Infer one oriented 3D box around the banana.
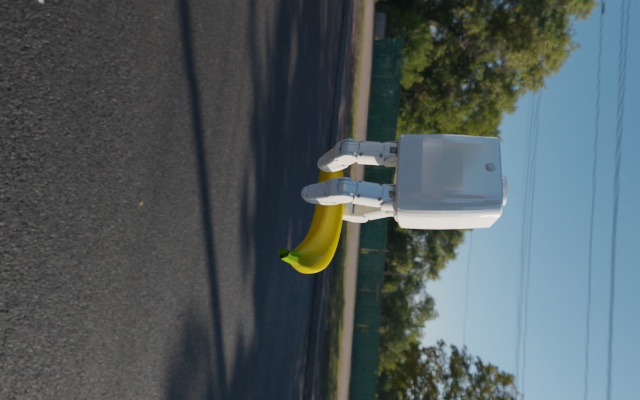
[{"bbox_3d":[0.003,0.019,0.553,0.037,0.070,0.197,-1,37,17],"label":"banana"}]
